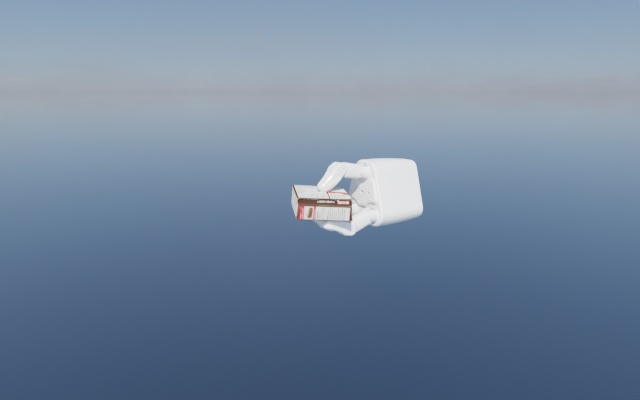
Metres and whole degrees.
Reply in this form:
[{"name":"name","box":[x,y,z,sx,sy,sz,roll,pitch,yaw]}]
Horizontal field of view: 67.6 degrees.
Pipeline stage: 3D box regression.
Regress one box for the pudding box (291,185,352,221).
[{"name":"pudding box","box":[0.000,0.002,0.786,0.090,0.039,0.113,1,11,-7]}]
